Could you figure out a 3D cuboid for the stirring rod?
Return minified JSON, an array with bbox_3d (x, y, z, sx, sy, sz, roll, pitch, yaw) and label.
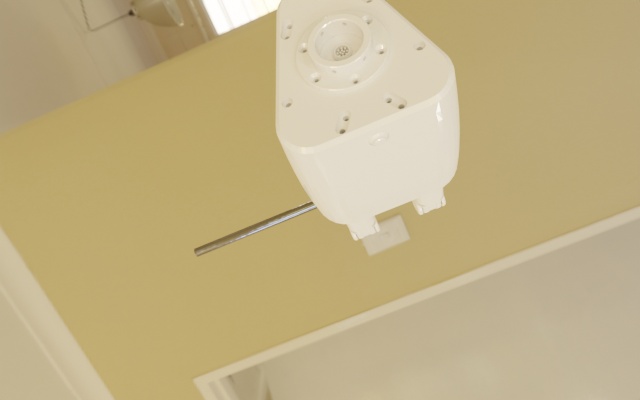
[{"bbox_3d":[0.000,0.001,0.415,0.239,0.011,0.011,-22,-2,5],"label":"stirring rod"}]
